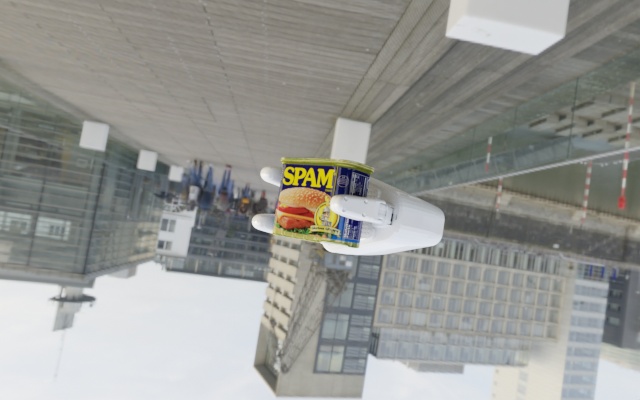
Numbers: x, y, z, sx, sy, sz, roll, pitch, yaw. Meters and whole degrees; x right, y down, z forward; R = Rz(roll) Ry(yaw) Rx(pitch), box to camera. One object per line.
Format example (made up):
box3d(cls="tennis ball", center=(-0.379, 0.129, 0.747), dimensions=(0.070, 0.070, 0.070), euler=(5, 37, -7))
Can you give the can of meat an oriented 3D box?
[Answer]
box3d(cls="can of meat", center=(0.000, 0.002, 0.502), dimensions=(0.102, 0.084, 0.057), euler=(6, -4, 39))
